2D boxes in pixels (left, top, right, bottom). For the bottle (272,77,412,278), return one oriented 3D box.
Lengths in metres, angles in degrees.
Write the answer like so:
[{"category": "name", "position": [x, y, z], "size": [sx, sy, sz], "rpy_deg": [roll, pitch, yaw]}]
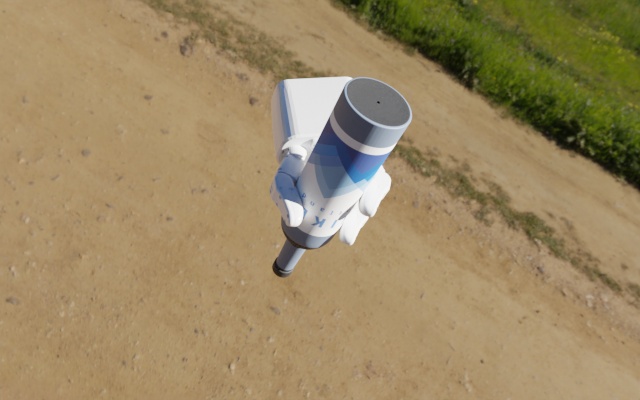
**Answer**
[{"category": "bottle", "position": [0.000, 0.002, 0.526], "size": [0.069, 0.069, 0.296], "rpy_deg": [0, -37, -26]}]
